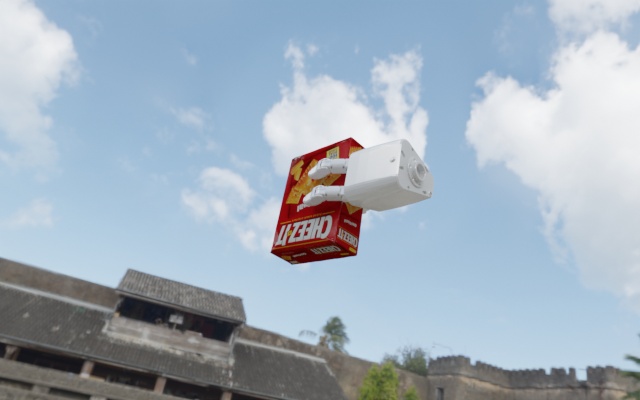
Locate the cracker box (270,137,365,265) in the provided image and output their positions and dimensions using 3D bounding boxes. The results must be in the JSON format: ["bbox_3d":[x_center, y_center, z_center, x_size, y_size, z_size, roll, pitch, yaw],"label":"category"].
[{"bbox_3d":[0.000,0.003,0.897,0.164,0.213,0.072,-14,-36,41],"label":"cracker box"}]
